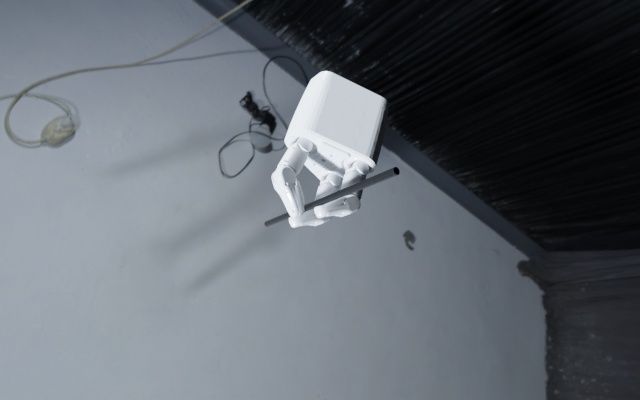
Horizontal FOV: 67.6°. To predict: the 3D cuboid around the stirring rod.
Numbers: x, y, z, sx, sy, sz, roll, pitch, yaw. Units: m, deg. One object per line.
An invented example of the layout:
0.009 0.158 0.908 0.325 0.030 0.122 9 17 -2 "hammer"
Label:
0.000 0.002 0.535 0.011 0.011 0.239 0 -14 -37 "stirring rod"
